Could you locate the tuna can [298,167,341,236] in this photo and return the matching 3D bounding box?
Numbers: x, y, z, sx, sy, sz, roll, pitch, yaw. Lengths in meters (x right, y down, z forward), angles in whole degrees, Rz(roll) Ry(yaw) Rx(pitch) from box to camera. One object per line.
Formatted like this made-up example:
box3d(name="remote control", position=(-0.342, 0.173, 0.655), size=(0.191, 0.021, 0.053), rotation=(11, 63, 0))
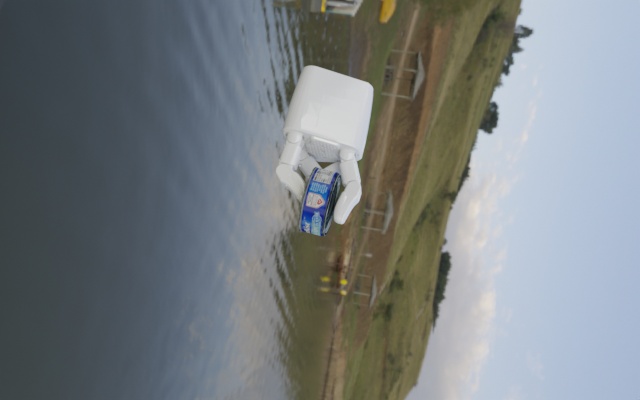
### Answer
box3d(name="tuna can", position=(0.001, 0.002, 0.613), size=(0.034, 0.086, 0.086), rotation=(14, 2, 8))
